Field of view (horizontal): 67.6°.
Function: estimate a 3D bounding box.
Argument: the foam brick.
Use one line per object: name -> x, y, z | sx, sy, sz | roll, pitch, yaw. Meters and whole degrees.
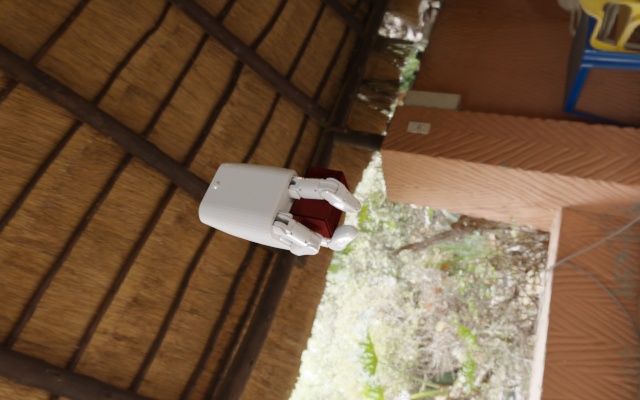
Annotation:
foam brick -> 0.000, 0.002, 0.633 | 0.051, 0.078, 0.053 | 10, -29, 20
